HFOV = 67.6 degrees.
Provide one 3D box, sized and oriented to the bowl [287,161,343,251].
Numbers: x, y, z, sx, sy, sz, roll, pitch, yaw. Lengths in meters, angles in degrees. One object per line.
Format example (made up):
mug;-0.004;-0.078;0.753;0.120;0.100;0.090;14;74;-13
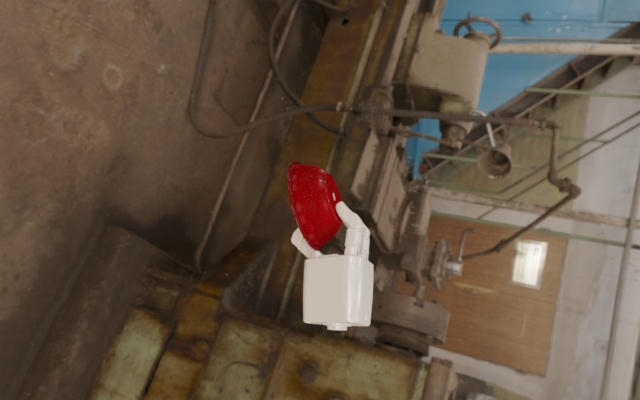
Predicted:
bowl;0.000;0.001;0.830;0.055;0.162;0.162;-16;-5;15
